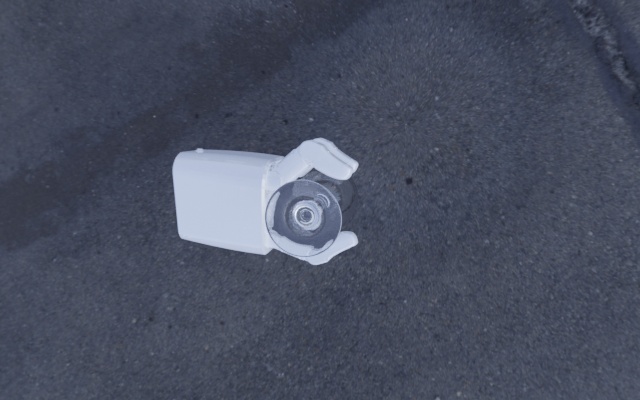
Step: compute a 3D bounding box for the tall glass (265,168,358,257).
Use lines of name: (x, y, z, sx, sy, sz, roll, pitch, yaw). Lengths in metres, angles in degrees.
tall glass: (0.000, 0.002, 0.544, 0.079, 0.079, 0.201, 0, 9, 10)
